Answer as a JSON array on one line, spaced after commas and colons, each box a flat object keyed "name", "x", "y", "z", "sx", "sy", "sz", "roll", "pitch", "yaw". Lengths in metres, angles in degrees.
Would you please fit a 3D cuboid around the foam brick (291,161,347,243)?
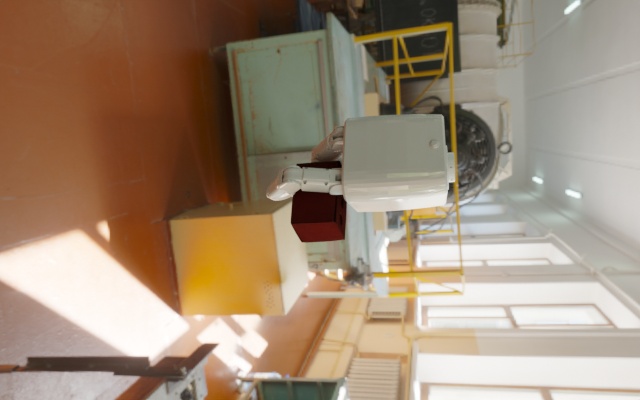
[{"name": "foam brick", "x": 0.000, "y": 0.002, "z": 0.537, "sx": 0.051, "sy": 0.078, "sz": 0.053, "roll": -2, "pitch": -27, "yaw": 13}]
